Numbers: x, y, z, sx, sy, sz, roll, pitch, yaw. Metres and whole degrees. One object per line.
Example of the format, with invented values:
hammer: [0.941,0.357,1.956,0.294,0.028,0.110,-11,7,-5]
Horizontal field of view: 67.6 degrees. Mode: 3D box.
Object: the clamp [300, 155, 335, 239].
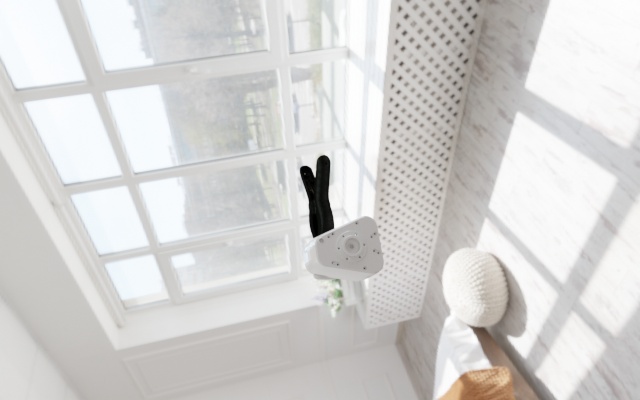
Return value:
clamp: [0.000,0.003,0.850,0.039,0.171,0.120,-10,-11,-15]
